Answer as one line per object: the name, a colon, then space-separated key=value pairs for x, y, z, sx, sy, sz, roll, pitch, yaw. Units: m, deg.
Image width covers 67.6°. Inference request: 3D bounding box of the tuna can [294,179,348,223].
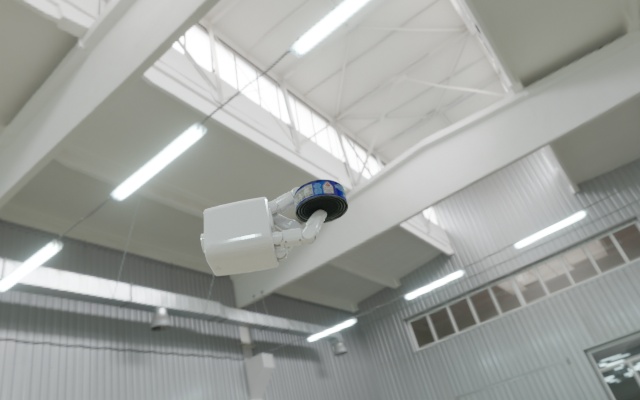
tuna can: x=0.000 y=0.002 z=0.778 sx=0.086 sy=0.033 sz=0.086 roll=-7 pitch=-32 yaw=-4
